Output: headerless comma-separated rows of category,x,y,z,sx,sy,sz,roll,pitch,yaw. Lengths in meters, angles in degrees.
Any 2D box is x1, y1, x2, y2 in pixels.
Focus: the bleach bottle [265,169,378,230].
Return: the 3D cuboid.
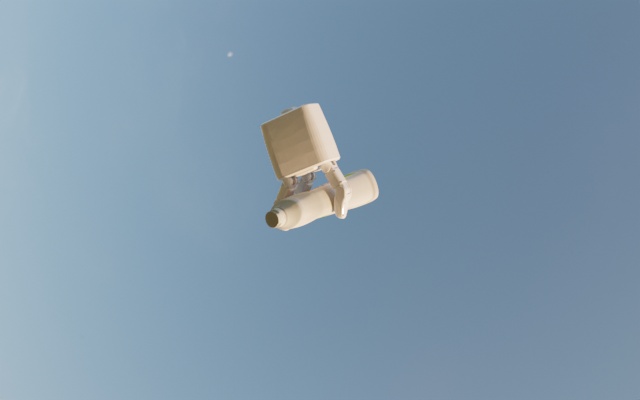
bleach bottle,0.000,0.003,0.859,0.102,0.068,0.251,-22,-1,37
